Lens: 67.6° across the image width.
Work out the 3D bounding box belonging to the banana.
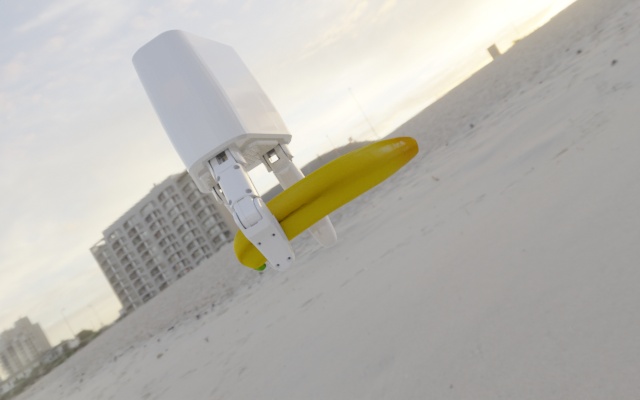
[{"bbox_3d":[-0.011,0.005,0.391,0.198,0.037,0.069,-36,-11,27],"label":"banana"}]
